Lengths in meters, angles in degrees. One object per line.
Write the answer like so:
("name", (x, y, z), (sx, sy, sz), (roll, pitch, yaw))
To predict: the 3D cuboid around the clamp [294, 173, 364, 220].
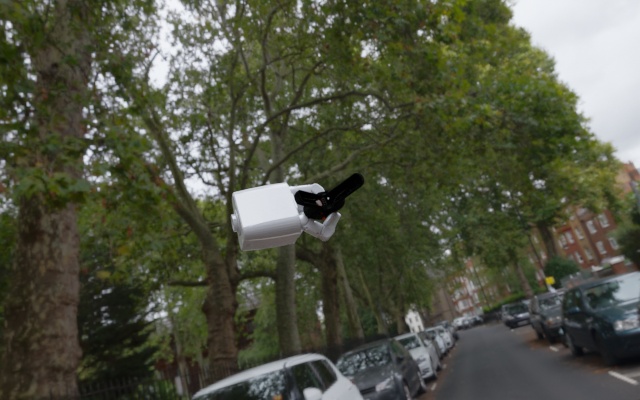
("clamp", (0.000, 0.002, 0.845), (0.120, 0.039, 0.171), (-9, -20, -17))
